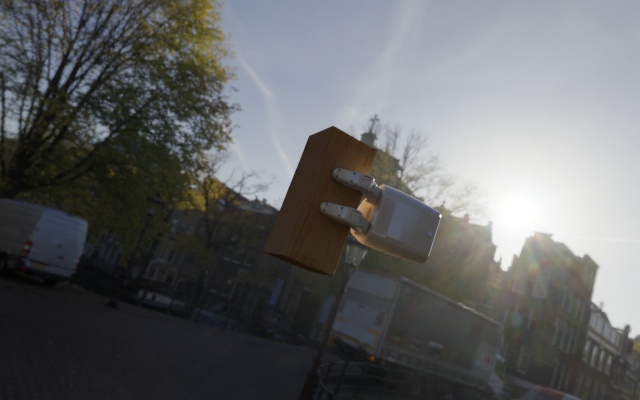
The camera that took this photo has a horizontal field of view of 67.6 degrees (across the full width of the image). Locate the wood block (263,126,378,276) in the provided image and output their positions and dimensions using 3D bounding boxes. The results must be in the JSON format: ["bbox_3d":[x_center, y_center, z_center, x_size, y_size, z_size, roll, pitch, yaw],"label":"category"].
[{"bbox_3d":[0.000,0.002,0.743,0.090,0.206,0.091,26,-14,-21],"label":"wood block"}]
